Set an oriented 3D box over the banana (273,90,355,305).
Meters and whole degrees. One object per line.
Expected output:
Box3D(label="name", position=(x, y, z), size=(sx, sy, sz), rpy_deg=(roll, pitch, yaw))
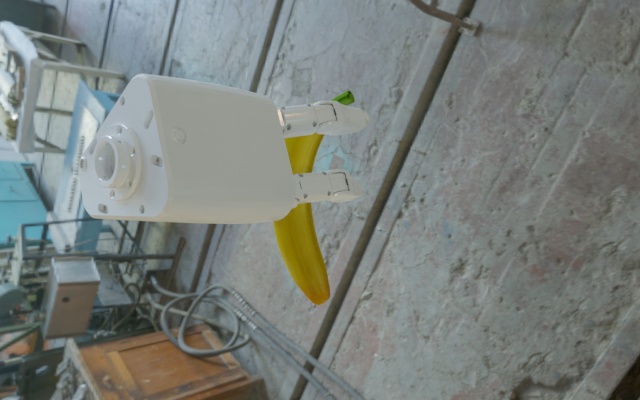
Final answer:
Box3D(label="banana", position=(-0.015, -0.004, 0.443), size=(0.069, 0.198, 0.037), rpy_deg=(9, 5, 32))
